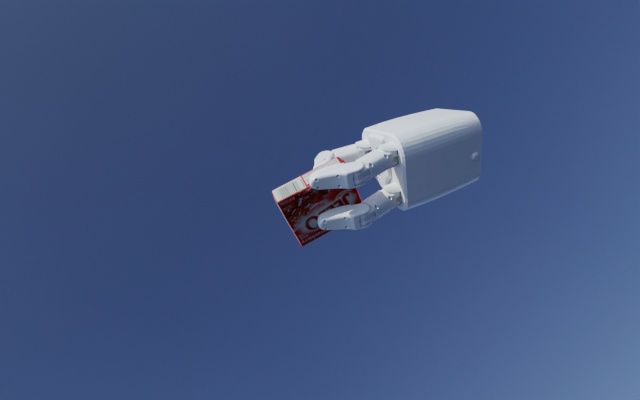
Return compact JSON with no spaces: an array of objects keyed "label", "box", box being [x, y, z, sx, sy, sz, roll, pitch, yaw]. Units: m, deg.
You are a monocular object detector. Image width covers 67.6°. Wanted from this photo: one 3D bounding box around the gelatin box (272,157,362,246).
[{"label":"gelatin box","box":[0.000,0.002,0.551,0.089,0.073,0.030,-28,37,-1]}]
